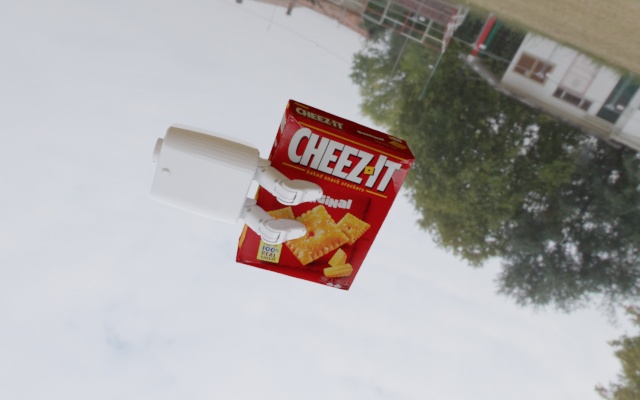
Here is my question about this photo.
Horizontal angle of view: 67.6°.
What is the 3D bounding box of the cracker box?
[{"bbox_3d":[0.000,0.002,0.617,0.164,0.214,0.072,18,25,-13],"label":"cracker box"}]
